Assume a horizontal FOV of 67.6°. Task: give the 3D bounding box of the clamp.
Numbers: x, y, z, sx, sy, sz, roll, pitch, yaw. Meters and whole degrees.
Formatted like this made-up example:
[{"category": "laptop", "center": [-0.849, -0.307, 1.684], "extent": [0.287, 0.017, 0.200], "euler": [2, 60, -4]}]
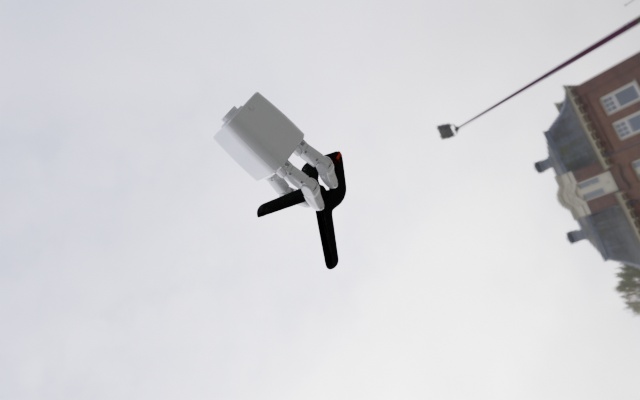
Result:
[{"category": "clamp", "center": [0.000, 0.002, 0.817], "extent": [0.164, 0.210, 0.036], "euler": [45, -39, -17]}]
